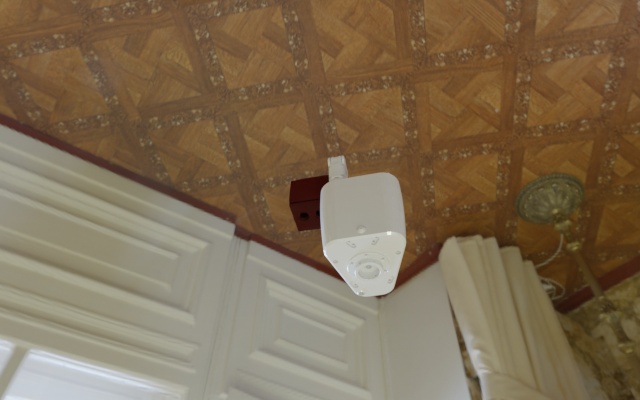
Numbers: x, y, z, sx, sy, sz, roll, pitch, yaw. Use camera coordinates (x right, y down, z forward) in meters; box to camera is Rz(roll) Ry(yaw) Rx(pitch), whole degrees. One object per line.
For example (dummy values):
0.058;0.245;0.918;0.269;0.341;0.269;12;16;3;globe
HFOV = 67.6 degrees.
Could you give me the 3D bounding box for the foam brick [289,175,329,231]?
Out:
0.000;0.002;0.653;0.078;0.053;0.051;-9;40;9;foam brick
